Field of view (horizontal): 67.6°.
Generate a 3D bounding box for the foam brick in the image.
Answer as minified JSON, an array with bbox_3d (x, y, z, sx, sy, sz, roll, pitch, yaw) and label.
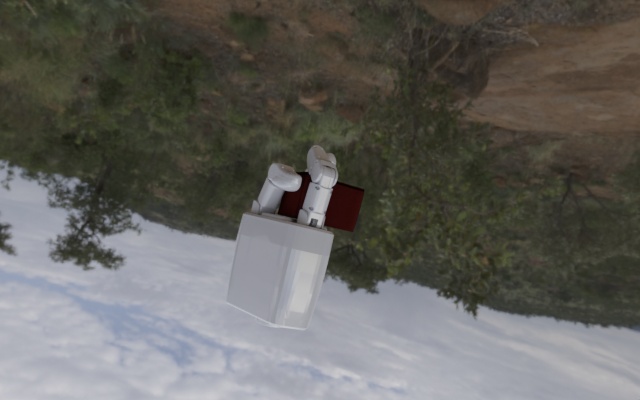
[{"bbox_3d":[0.000,0.002,0.544,0.078,0.051,0.053,15,-5,-27],"label":"foam brick"}]
